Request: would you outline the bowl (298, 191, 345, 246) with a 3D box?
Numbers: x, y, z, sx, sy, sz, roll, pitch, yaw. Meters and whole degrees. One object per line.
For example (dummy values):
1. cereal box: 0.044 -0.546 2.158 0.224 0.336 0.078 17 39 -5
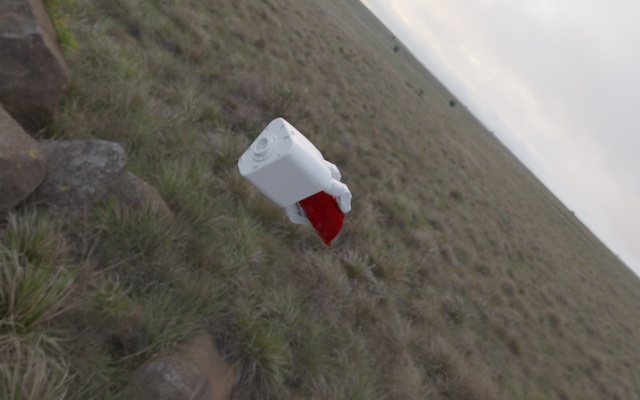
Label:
1. bowl: 0.001 0.003 0.895 0.055 0.162 0.162 -30 -2 4
